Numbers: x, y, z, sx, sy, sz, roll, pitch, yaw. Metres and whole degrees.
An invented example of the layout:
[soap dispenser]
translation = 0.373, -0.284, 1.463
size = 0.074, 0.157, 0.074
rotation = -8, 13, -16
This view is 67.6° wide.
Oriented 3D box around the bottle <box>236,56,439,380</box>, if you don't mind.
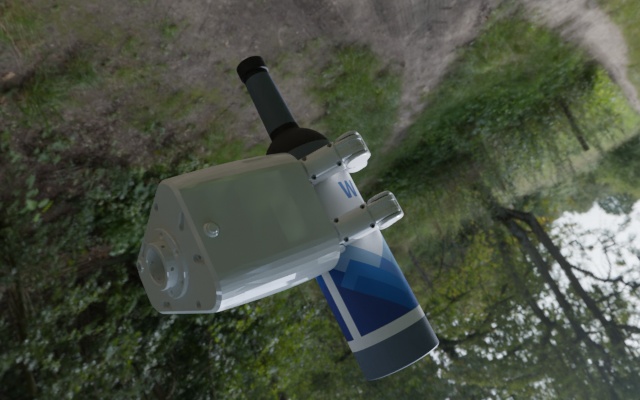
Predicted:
[bottle]
translation = 0.000, 0.002, 0.415
size = 0.069, 0.295, 0.069
rotation = -26, -12, -6
